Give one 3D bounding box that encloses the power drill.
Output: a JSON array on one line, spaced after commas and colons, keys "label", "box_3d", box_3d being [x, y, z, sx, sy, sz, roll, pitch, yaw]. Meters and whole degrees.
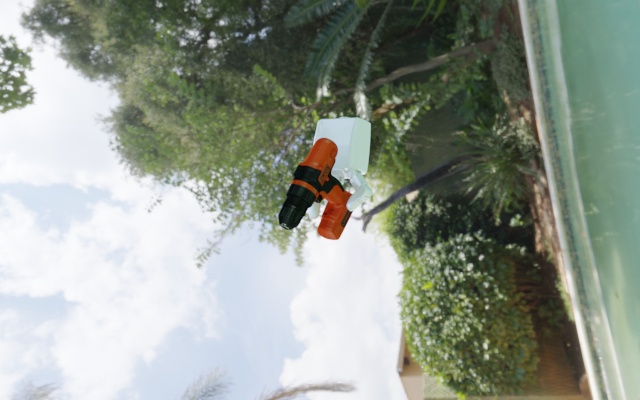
[{"label": "power drill", "box_3d": [0.000, 0.003, 0.896, 0.057, 0.184, 0.188, 18, -21, 28]}]
